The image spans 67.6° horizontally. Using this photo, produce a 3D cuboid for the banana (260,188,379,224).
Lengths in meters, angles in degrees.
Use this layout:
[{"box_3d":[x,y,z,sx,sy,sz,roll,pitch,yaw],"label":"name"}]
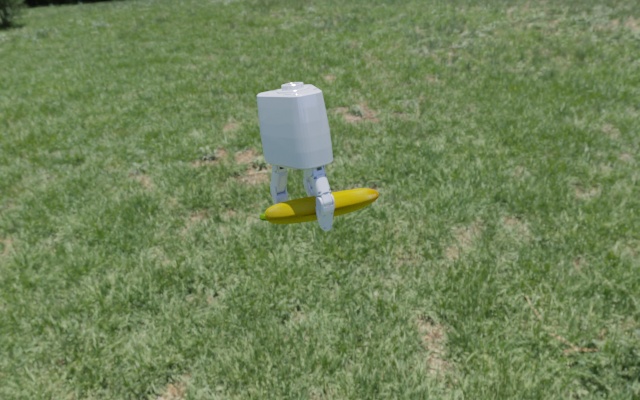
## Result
[{"box_3d":[-0.003,0.008,0.750,0.198,0.037,0.069,-9,14,0],"label":"banana"}]
